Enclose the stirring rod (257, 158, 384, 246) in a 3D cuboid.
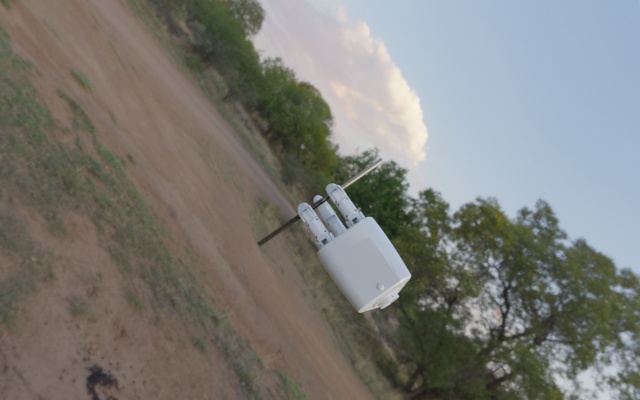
[{"bbox_3d":[0.000,0.003,0.766,0.239,0.011,0.011,-34,1,-2],"label":"stirring rod"}]
